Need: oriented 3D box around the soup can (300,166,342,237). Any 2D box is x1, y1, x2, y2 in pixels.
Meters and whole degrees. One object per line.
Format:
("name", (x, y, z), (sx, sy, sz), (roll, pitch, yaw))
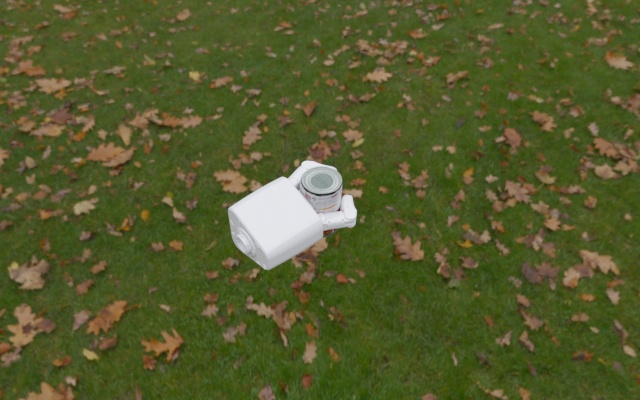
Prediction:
("soup can", (0.001, 0.002, 0.784), (0.068, 0.068, 0.102), (0, -44, -2))
